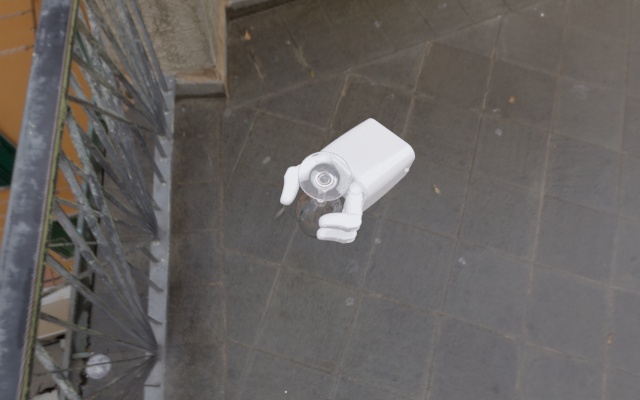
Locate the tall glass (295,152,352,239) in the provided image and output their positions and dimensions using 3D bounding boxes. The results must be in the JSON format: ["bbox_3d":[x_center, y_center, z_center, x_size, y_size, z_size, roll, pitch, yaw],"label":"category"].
[{"bbox_3d":[0.000,0.002,0.744,0.079,0.079,0.201,0,-22,-4],"label":"tall glass"}]
